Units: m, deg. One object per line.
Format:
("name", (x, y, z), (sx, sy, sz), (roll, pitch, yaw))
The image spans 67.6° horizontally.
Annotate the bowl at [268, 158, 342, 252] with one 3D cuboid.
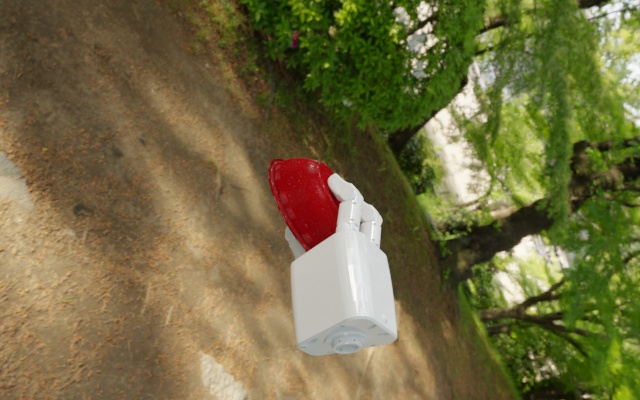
("bowl", (0.000, 0.001, 0.633), (0.055, 0.162, 0.162), (-30, -9, 16))
